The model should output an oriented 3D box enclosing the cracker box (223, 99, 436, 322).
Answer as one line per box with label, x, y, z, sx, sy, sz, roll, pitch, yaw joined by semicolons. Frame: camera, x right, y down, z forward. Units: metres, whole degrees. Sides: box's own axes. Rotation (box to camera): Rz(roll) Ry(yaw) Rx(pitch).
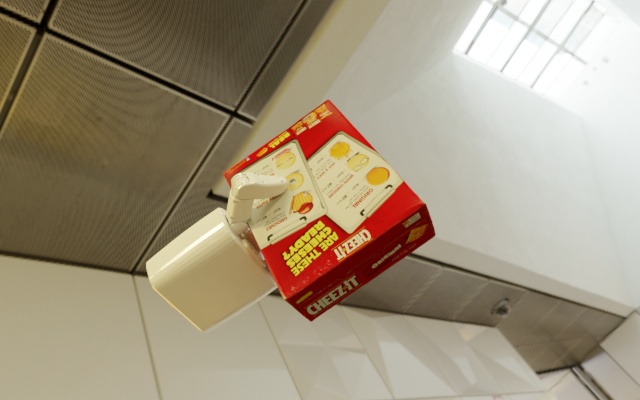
cracker box;0.000;0.002;0.543;0.164;0.213;0.072;-35;-42;0
